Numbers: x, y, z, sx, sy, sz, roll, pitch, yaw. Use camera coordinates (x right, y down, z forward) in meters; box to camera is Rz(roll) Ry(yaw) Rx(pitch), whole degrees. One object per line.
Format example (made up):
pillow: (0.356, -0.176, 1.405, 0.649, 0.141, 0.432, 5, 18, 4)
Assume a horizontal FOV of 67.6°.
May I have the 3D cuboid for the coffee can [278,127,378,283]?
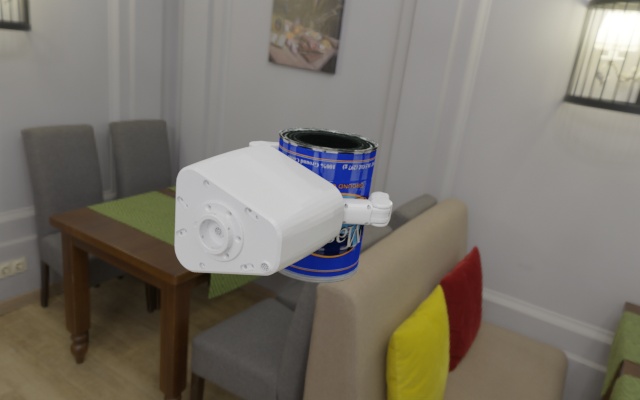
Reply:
coffee can: (0.000, 0.002, 0.510, 0.103, 0.140, 0.102, 7, 19, -2)
